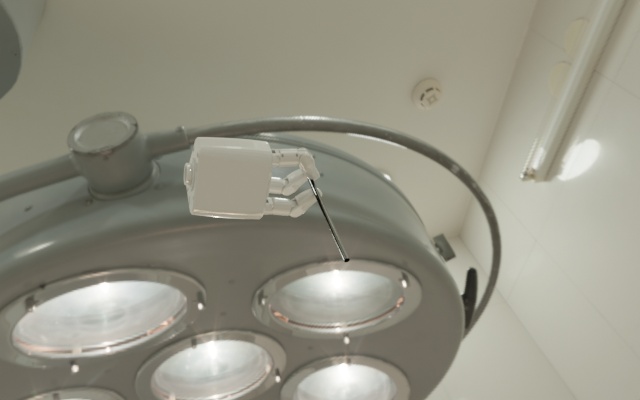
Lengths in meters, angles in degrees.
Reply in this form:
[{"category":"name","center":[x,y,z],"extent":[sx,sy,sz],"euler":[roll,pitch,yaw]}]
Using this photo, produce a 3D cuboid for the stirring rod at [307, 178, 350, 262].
[{"category":"stirring rod","center":[0.000,0.002,0.716],"extent":[0.011,0.011,0.239],"euler":[0,40,-22]}]
